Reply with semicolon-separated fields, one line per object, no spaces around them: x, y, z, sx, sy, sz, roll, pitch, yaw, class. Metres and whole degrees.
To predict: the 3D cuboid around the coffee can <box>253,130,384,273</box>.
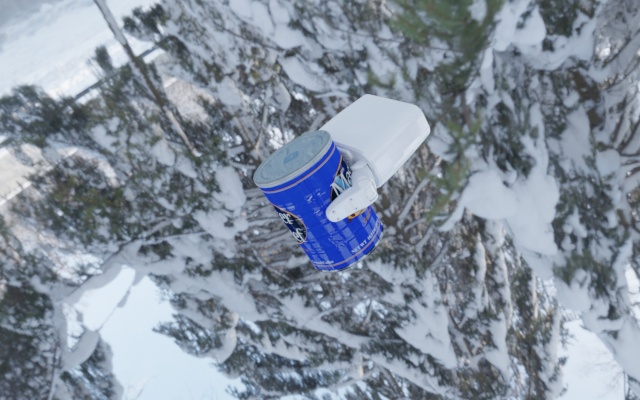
0.000;0.002;0.576;0.103;0.140;0.102;-26;25;14;coffee can
